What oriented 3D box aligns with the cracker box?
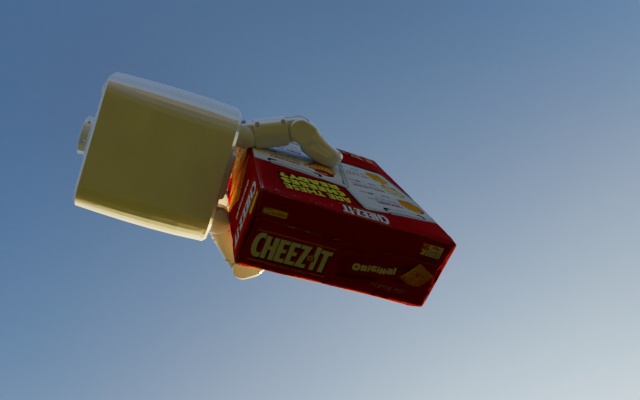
[{"bbox_3d":[0.000,0.001,0.450,0.164,0.072,0.213,16,18,-18],"label":"cracker box"}]
